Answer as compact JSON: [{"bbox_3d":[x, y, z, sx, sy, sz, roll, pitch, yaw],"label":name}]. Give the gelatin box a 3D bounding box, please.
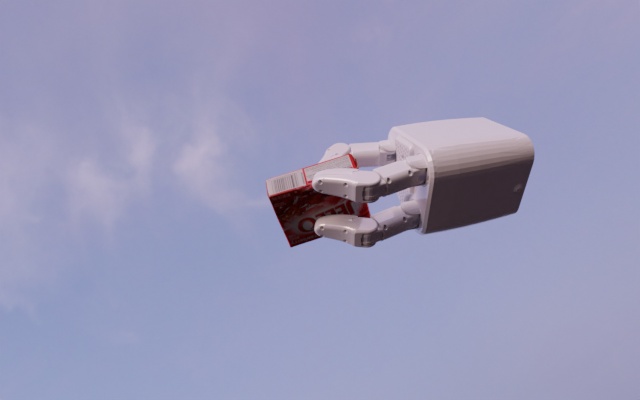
[{"bbox_3d":[0.000,0.001,0.467,0.089,0.073,0.030,-17,42,2],"label":"gelatin box"}]
